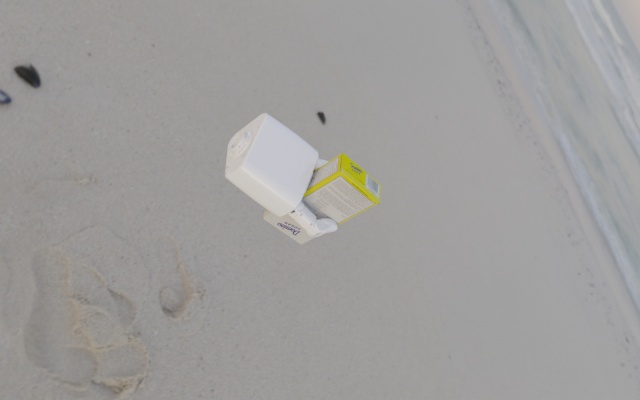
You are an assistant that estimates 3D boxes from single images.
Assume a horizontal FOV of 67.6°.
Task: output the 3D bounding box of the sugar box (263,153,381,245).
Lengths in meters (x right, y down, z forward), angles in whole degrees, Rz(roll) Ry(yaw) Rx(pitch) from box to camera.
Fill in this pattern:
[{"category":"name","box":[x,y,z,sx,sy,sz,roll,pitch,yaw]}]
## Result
[{"category":"sugar box","box":[0.000,0.002,0.761,0.176,0.048,0.093,-28,-52,36]}]
